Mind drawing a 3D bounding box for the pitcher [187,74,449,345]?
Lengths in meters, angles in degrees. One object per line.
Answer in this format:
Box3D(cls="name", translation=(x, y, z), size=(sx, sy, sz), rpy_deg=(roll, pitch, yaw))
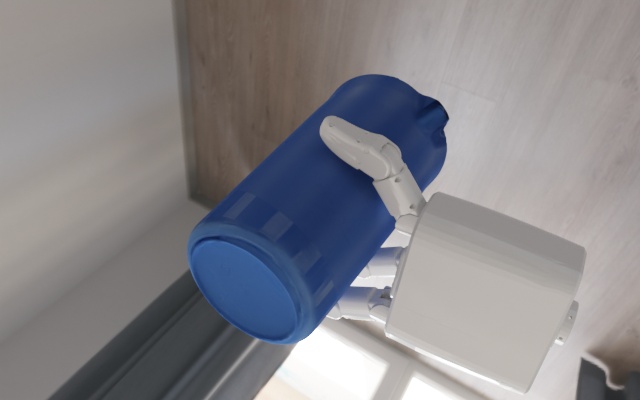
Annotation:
Box3D(cls="pitcher", translation=(0.000, 0.001, 0.408), size=(0.145, 0.149, 0.242), rpy_deg=(23, 43, 20))
